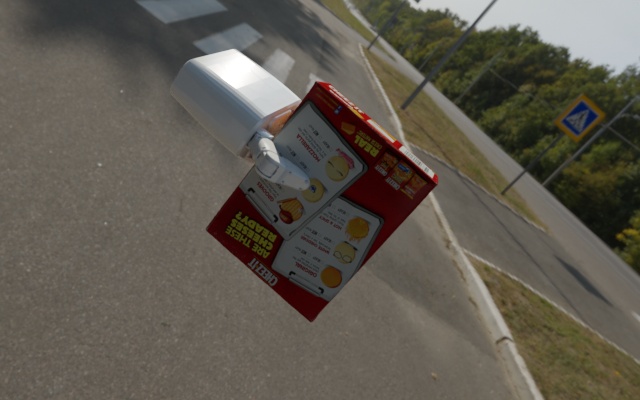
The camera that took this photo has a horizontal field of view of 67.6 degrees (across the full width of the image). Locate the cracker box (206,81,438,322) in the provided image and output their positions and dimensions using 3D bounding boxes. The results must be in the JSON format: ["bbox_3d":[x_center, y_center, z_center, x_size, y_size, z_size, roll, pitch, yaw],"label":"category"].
[{"bbox_3d":[0.000,0.002,0.539,0.164,0.214,0.072,41,19,4],"label":"cracker box"}]
